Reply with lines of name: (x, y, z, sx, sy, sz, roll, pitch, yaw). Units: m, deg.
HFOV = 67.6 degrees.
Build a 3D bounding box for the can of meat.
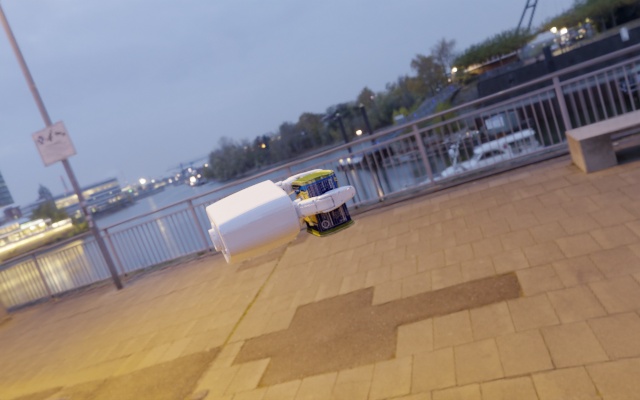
can of meat: (0.000, 0.002, 0.710, 0.057, 0.084, 0.102, -22, 9, -14)
